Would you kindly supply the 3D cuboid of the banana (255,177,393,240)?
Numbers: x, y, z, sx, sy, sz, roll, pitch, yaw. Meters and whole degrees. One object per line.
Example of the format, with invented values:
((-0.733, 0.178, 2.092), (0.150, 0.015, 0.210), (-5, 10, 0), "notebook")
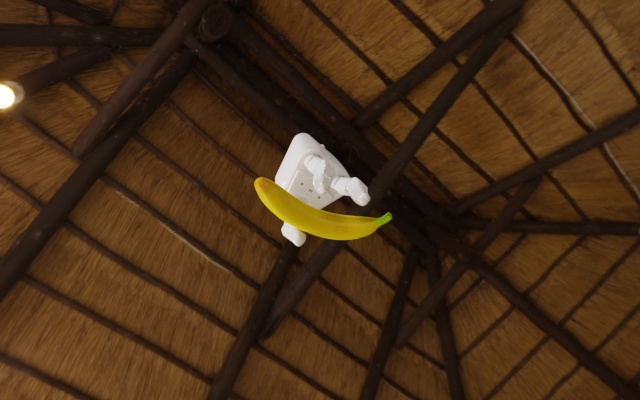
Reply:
((-0.003, 0.018, 0.665), (0.198, 0.070, 0.037), (14, 28, -15), "banana")
